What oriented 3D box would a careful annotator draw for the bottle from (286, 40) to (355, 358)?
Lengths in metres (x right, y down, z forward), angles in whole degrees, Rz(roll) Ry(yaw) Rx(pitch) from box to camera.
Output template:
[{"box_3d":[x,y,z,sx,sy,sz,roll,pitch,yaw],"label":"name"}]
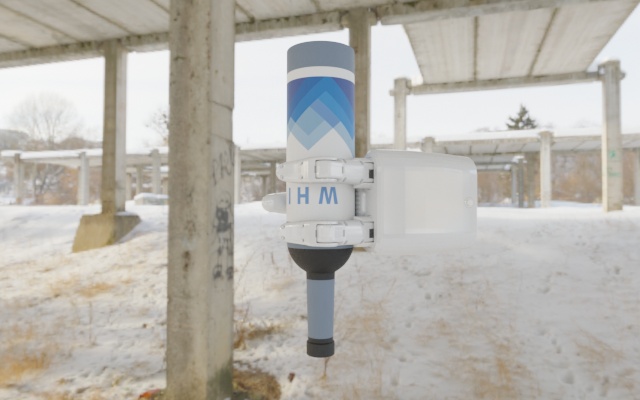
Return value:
[{"box_3d":[0.000,0.001,0.465,0.069,0.295,0.069,0,-1,0],"label":"bottle"}]
